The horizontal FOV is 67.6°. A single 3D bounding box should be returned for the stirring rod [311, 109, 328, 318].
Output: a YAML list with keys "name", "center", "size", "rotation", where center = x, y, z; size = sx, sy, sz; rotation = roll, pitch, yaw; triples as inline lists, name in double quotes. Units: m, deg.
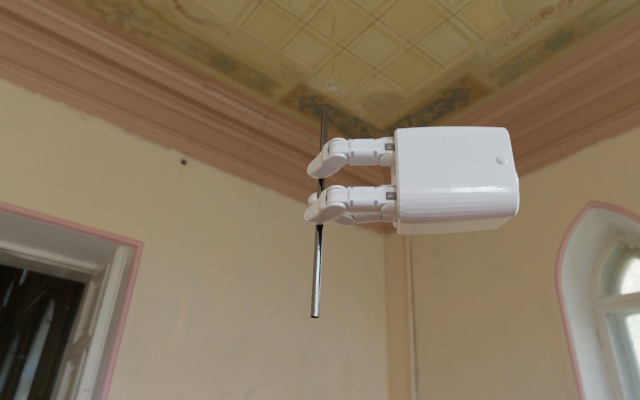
- name: "stirring rod"
  center: [0.000, 0.002, 0.496]
  size: [0.011, 0.239, 0.011]
  rotation: [2, -28, 1]
